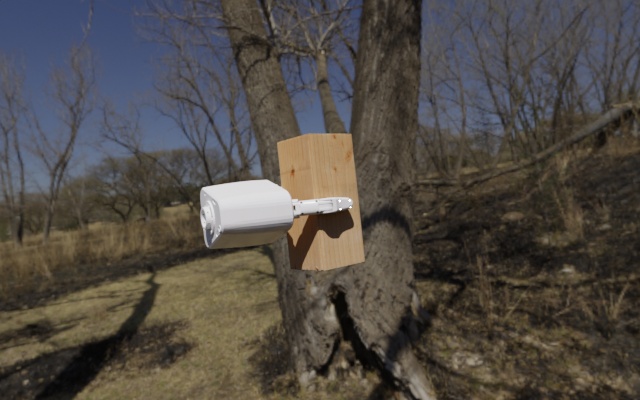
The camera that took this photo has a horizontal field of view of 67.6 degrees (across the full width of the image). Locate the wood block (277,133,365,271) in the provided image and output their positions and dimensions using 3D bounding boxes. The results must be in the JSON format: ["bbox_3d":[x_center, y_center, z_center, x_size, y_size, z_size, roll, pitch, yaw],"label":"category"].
[{"bbox_3d":[0.000,0.002,0.765,0.090,0.206,0.091,-6,0,-39],"label":"wood block"}]
